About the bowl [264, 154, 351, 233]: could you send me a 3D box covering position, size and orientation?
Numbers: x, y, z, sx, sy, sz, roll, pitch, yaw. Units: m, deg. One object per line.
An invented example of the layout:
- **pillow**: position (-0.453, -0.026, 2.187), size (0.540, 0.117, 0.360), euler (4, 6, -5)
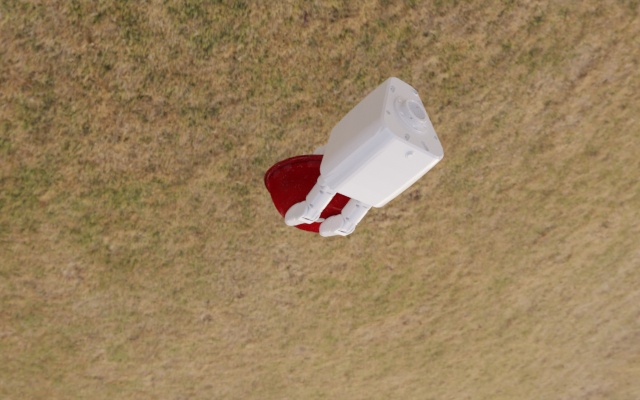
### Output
- **bowl**: position (0.000, 0.003, 0.654), size (0.162, 0.055, 0.162), euler (3, -26, 2)
